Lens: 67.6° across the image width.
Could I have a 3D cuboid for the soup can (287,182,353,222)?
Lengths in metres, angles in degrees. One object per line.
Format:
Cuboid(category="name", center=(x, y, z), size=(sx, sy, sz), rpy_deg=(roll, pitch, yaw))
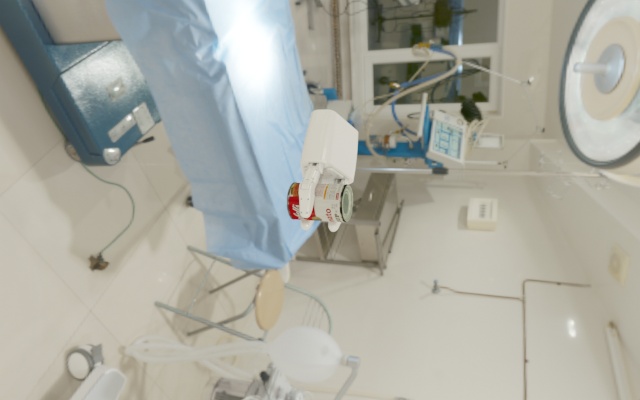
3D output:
Cuboid(category="soup can", center=(0.000, 0.003, 0.844), size=(0.102, 0.068, 0.068), rpy_deg=(3, 1, 20))
